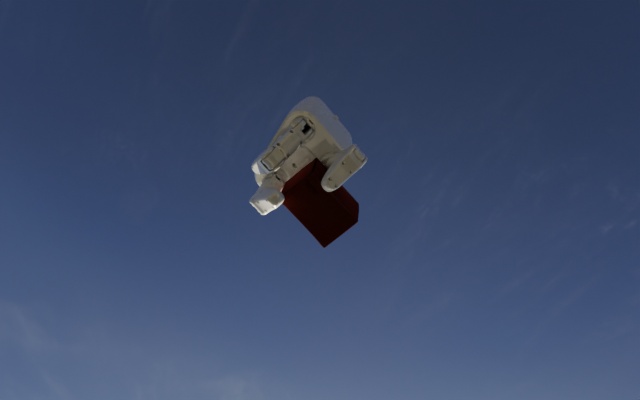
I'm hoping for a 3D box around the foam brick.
[{"bbox_3d":[0.000,0.002,0.540,0.053,0.078,0.051,-37,14,18],"label":"foam brick"}]
